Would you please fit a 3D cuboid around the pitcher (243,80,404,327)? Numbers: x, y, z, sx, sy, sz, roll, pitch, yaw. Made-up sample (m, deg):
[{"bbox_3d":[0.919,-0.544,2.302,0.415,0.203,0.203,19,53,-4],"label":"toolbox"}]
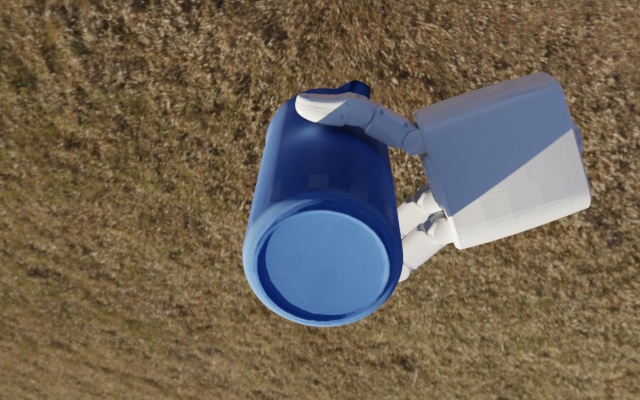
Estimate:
[{"bbox_3d":[0.000,0.001,0.422,0.145,0.149,0.242,-16,24,9],"label":"pitcher"}]
